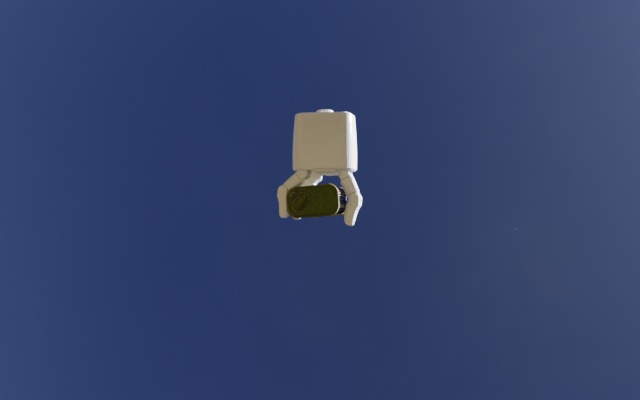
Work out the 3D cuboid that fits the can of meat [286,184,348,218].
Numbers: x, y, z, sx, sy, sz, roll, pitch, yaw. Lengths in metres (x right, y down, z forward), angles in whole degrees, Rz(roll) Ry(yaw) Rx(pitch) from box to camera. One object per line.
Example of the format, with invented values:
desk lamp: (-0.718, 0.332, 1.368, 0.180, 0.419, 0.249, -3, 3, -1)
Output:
can of meat: (0.000, 0.003, 0.886, 0.102, 0.057, 0.084, -5, -4, 22)
